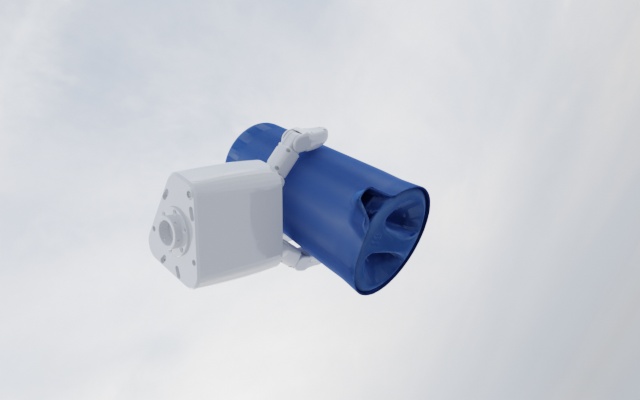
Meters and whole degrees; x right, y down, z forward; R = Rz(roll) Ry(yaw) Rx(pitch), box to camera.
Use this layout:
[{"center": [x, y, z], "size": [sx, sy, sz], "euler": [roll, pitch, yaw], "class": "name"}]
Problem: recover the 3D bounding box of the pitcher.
[{"center": [0.000, 0.002, 0.581], "size": [0.242, 0.149, 0.145], "euler": [31, 28, 33], "class": "pitcher"}]
